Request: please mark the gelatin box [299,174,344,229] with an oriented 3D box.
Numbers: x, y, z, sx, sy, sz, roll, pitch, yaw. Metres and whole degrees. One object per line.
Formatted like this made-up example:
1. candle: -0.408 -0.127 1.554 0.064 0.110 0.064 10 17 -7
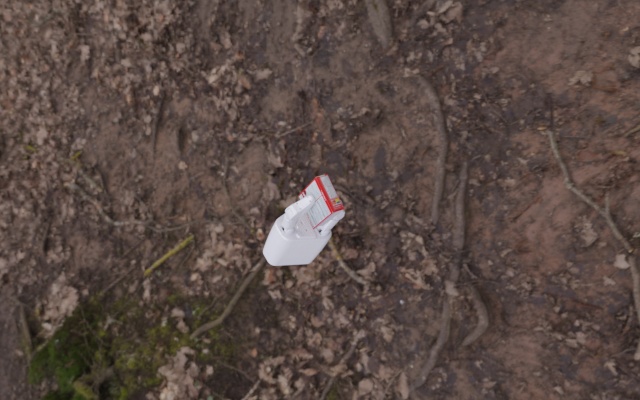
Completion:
1. gelatin box: 0.000 0.003 0.891 0.030 0.073 0.089 -18 -14 -32
